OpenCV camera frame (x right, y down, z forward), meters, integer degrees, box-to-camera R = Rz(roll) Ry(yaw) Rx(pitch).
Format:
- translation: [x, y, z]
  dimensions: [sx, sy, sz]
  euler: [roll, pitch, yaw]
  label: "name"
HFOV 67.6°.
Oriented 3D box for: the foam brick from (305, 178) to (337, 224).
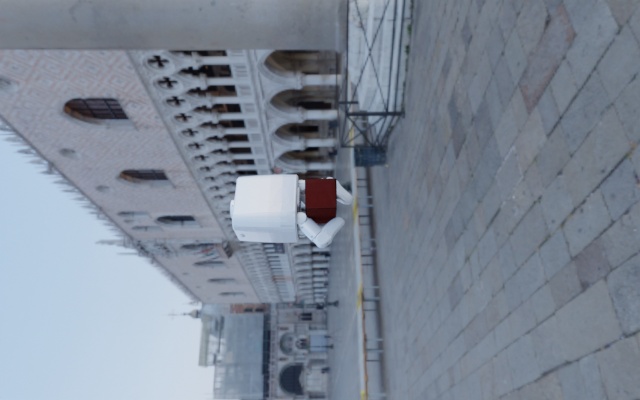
- translation: [0.000, 0.002, 0.789]
  dimensions: [0.051, 0.053, 0.078]
  euler: [0, -22, 0]
  label: "foam brick"
